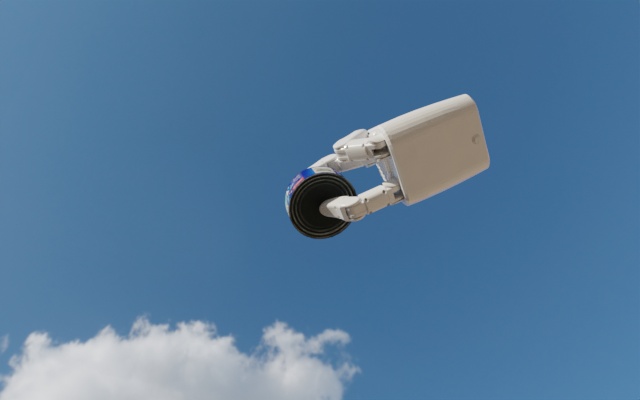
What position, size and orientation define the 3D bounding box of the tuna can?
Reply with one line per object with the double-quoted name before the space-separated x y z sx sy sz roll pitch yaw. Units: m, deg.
"tuna can" 0.000 0.002 0.586 0.086 0.086 0.033 0 21 -15
